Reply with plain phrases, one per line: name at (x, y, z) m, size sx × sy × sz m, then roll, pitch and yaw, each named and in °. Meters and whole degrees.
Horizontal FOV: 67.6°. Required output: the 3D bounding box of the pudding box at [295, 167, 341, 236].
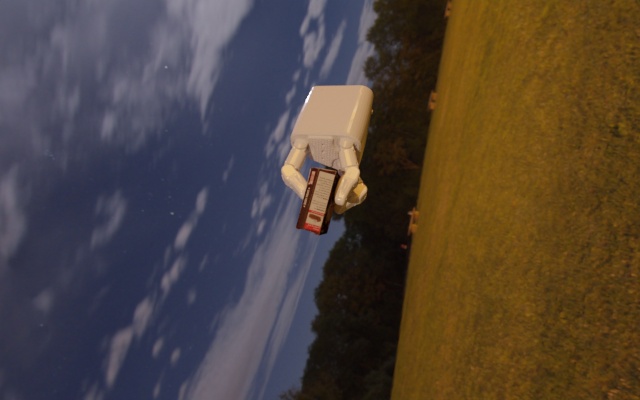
pudding box at (0.000, 0.002, 0.687) m, size 0.039 × 0.090 × 0.113 m, roll 14°, pitch -1°, yaw 9°
